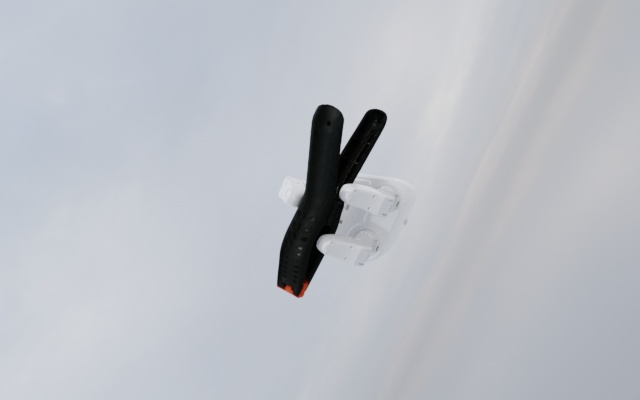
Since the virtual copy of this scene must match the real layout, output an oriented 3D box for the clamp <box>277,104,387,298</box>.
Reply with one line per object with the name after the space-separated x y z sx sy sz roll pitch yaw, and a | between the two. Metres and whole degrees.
-0.001 0.002 0.459 0.036 0.210 0.164 26 10 17 | clamp
